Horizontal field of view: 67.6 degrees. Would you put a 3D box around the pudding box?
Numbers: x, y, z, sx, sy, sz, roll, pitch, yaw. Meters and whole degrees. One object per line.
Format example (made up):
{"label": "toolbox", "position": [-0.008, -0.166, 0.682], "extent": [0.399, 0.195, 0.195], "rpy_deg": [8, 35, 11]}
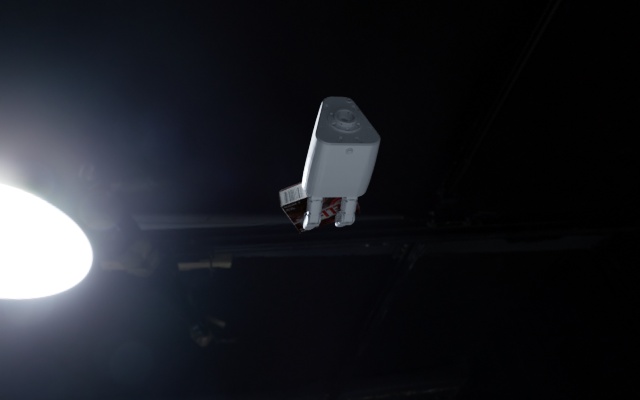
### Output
{"label": "pudding box", "position": [0.000, 0.002, 0.784], "extent": [0.113, 0.039, 0.090], "rpy_deg": [-18, -38, 10]}
